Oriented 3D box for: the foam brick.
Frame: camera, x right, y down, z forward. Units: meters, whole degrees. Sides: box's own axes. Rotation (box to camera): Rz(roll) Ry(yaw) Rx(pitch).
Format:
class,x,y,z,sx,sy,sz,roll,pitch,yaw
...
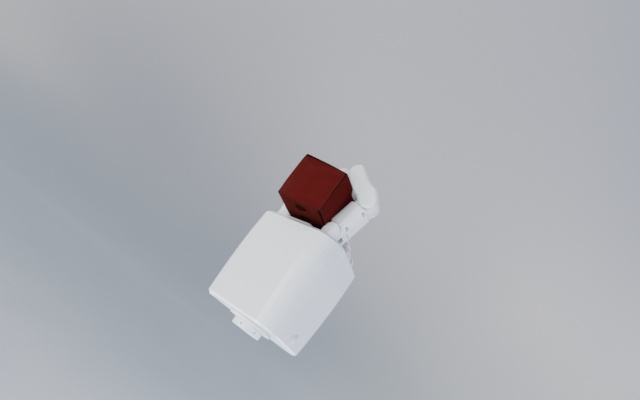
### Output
class,x,y,z,sx,sy,sz,roll,pitch,yaw
foam brick,0.000,0.001,0.494,0.053,0.051,0.078,27,-22,28
